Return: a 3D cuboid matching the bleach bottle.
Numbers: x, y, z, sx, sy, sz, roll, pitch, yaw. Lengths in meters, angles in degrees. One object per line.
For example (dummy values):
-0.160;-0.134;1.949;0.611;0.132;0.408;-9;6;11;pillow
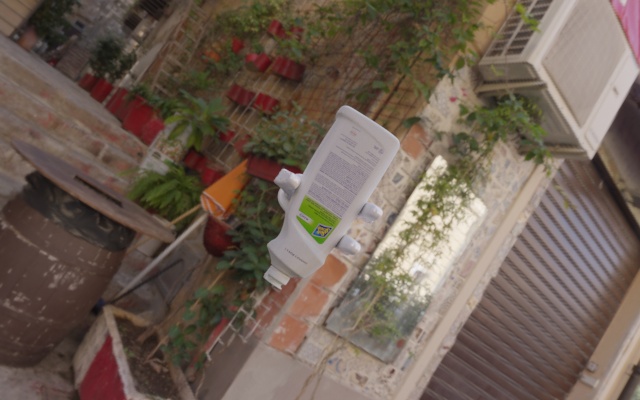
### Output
0.000;0.002;0.644;0.102;0.251;0.068;34;-7;6;bleach bottle
